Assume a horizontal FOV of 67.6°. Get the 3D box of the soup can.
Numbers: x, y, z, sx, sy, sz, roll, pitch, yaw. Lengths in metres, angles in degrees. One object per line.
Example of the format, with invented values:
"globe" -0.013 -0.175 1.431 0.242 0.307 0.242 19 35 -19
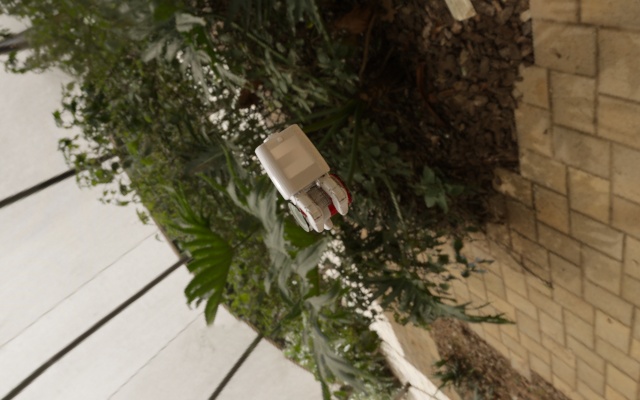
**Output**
"soup can" 0.000 0.004 0.888 0.102 0.068 0.068 -35 9 -14
